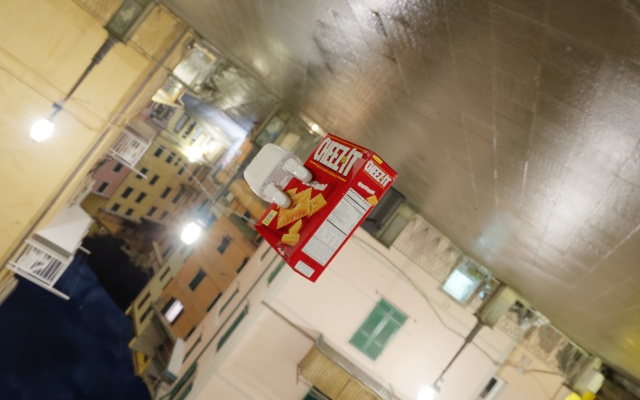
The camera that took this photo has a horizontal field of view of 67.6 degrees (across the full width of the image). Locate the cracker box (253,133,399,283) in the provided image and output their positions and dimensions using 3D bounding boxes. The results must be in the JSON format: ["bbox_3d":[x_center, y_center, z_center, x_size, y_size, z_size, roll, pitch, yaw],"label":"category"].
[{"bbox_3d":[0.000,0.003,0.778,0.072,0.213,0.164,38,-1,-31],"label":"cracker box"}]
